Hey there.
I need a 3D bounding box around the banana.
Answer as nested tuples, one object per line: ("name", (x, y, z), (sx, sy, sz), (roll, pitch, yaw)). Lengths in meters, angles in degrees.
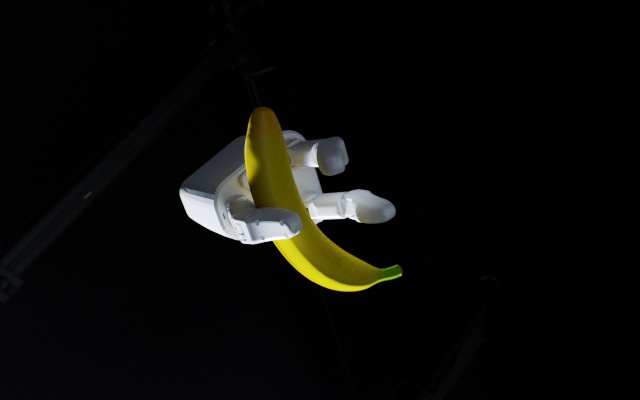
("banana", (-0.011, 0.017, 0.399), (0.069, 0.198, 0.037), (-45, 25, -10))
